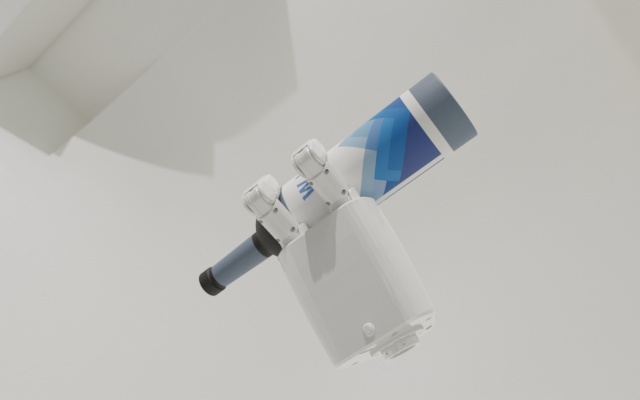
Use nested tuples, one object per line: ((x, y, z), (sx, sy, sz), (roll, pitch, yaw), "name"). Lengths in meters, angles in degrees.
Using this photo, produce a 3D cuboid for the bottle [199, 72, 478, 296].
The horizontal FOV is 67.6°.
((0.000, 0.001, 0.445), (0.296, 0.069, 0.069), (-36, -11, 16), "bottle")
